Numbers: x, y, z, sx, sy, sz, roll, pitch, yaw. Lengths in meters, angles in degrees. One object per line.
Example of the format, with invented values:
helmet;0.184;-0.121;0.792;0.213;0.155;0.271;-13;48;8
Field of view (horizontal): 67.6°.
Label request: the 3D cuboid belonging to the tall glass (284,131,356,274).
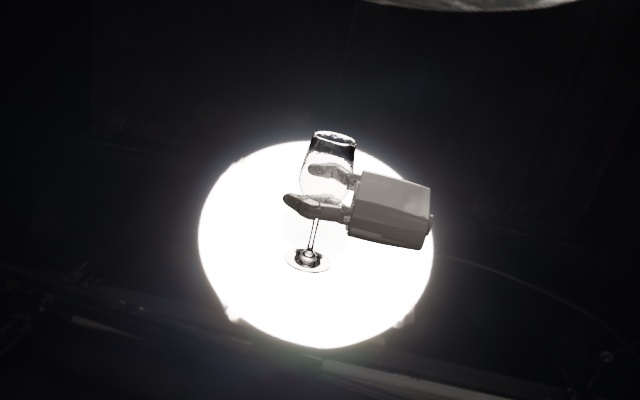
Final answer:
tall glass;0.000;0.003;0.703;0.079;0.201;0.079;11;20;-4
